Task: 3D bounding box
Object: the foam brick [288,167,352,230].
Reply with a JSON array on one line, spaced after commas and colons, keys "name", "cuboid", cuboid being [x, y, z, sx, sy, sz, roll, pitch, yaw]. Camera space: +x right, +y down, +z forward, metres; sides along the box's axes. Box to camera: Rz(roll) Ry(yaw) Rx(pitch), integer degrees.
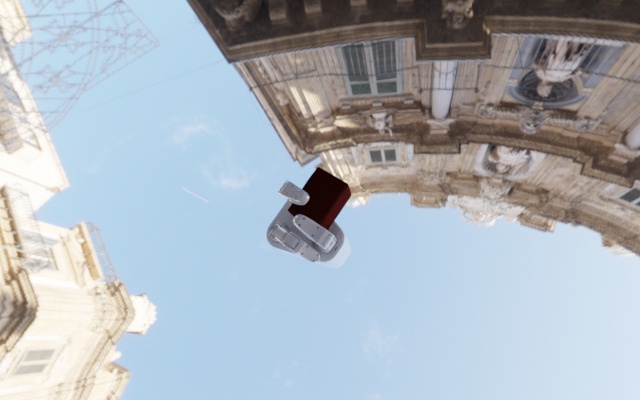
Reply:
[{"name": "foam brick", "cuboid": [0.000, 0.002, 0.675, 0.053, 0.078, 0.051, 33, -6, 18]}]
